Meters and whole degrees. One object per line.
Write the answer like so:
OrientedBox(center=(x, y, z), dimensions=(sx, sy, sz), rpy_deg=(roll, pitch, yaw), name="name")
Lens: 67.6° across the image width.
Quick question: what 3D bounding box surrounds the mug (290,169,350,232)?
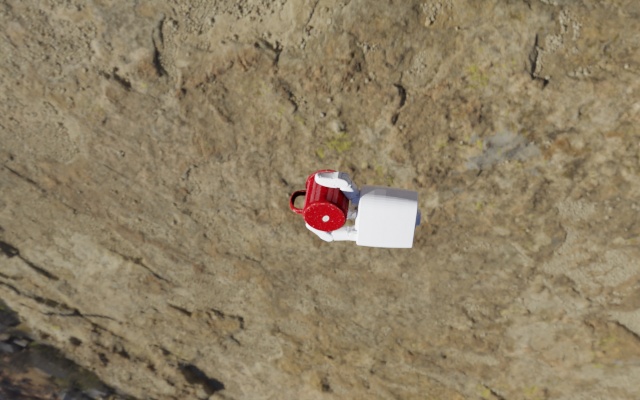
OrientedBox(center=(-0.001, 0.003, 0.887), dimensions=(0.117, 0.081, 0.093), rpy_deg=(3, -44, 7), name="mug")
